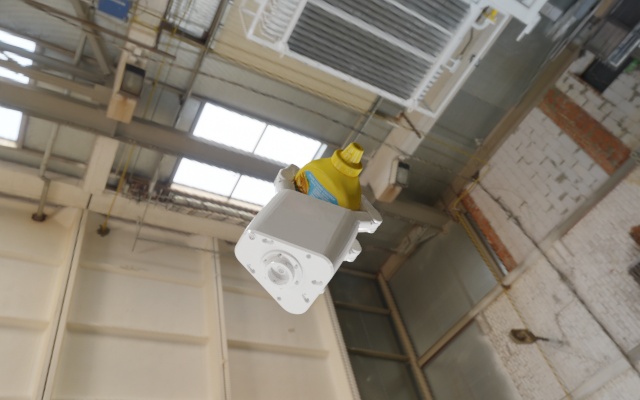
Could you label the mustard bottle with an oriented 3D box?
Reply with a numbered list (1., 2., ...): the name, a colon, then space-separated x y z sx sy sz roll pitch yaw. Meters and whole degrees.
1. mustard bottle: 0.000 0.002 0.637 0.058 0.192 0.096 -12 53 -50
